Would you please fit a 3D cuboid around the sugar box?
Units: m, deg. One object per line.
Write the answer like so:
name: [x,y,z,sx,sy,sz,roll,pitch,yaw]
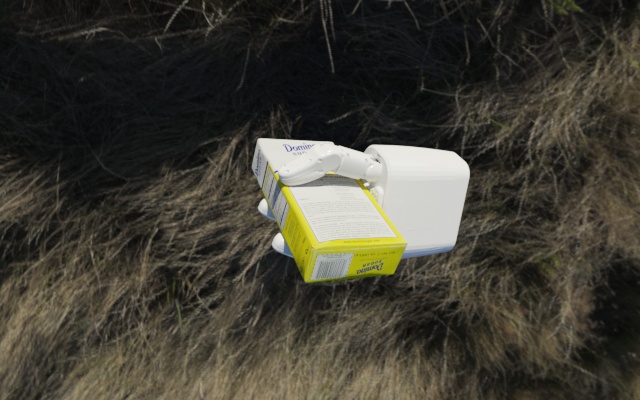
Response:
sugar box: [0.000,0.002,0.471,0.093,0.048,0.176,0,34,-26]
